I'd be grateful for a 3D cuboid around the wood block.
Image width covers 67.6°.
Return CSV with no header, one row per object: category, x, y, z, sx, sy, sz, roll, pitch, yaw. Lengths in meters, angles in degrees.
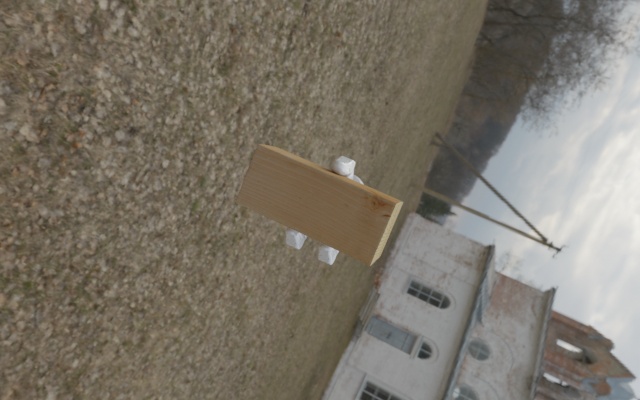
wood block,0.000,0.002,0.674,0.206,0.091,0.090,24,8,14
